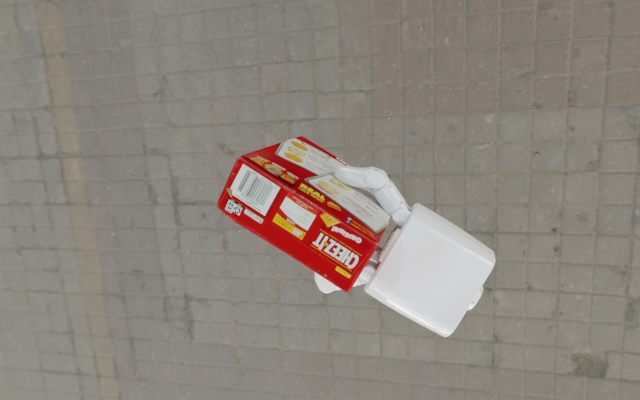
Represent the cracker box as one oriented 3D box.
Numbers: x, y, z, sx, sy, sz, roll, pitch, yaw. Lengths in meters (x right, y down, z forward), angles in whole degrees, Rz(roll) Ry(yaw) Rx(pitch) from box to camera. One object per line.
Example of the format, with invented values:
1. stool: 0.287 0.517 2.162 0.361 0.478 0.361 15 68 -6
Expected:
1. cracker box: 0.000 0.002 0.565 0.164 0.072 0.213 32 19 6
